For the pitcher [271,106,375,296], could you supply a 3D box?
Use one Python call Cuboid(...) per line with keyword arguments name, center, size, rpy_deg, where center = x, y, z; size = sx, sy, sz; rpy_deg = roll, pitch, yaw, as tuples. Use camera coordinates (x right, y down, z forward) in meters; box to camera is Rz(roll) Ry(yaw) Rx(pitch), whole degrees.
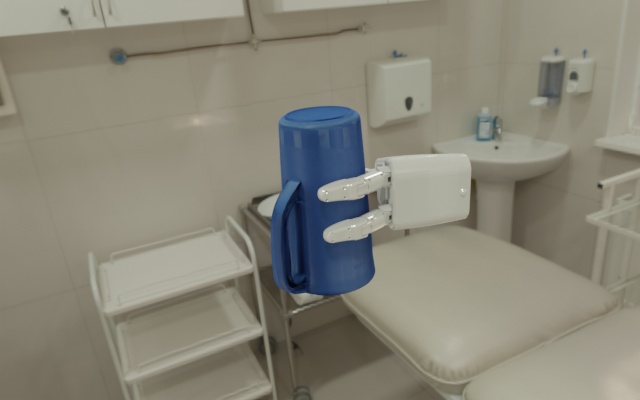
Cuboid(name="pitcher", center=(0.000, 0.002, 0.655), size=(0.145, 0.243, 0.149), rpy_deg=(-6, 22, -3))
